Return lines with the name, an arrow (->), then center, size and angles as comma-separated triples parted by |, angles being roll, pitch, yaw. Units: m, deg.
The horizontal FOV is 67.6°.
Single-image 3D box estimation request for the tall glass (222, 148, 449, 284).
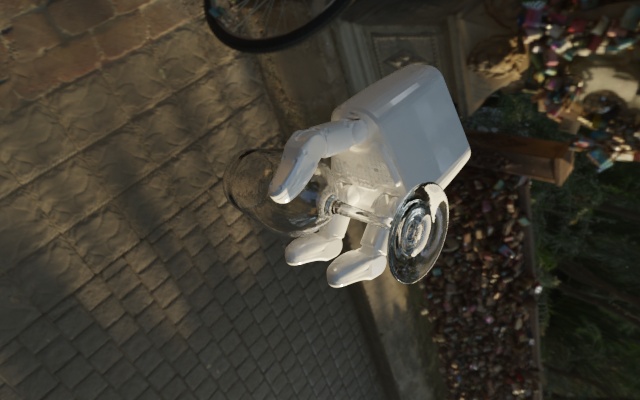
tall glass -> 0.000, 0.001, 0.400 | 0.201, 0.079, 0.079 | 17, 11, 42
